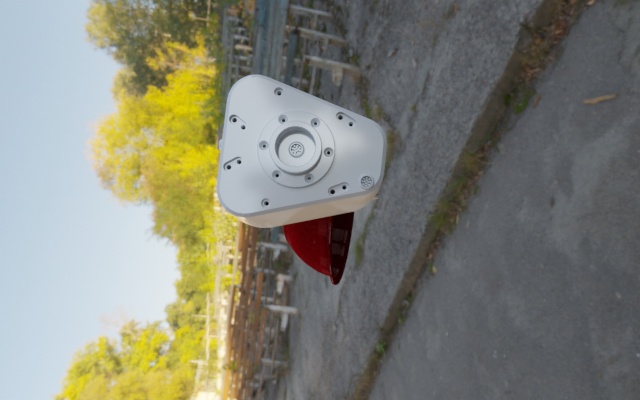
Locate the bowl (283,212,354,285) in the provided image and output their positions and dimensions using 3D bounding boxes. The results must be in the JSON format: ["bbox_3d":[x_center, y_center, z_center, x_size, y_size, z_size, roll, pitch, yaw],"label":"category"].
[{"bbox_3d":[0.000,0.002,0.486,0.055,0.162,0.162,5,1,11],"label":"bowl"}]
